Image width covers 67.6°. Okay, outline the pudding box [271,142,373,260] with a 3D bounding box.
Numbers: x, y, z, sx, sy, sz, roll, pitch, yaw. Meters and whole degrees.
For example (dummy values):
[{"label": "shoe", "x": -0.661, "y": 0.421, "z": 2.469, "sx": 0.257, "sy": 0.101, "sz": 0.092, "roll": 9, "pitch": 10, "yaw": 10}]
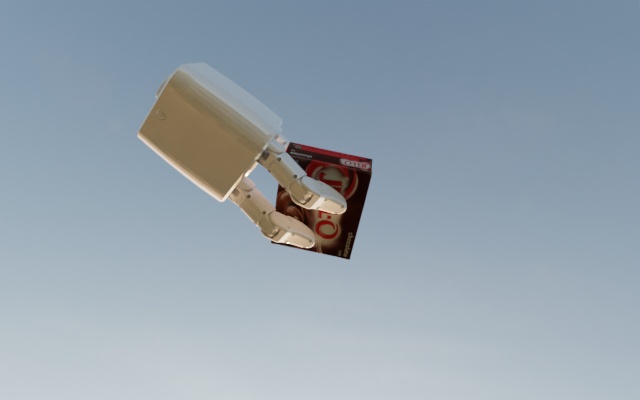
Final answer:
[{"label": "pudding box", "x": 0.000, "y": 0.002, "z": 0.505, "sx": 0.090, "sy": 0.114, "sz": 0.039, "roll": 12, "pitch": 33, "yaw": 2}]
